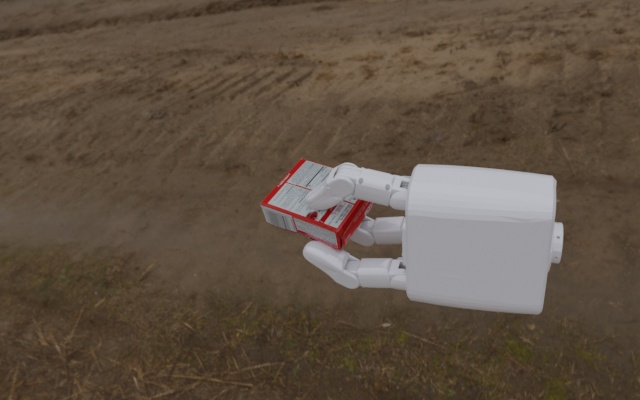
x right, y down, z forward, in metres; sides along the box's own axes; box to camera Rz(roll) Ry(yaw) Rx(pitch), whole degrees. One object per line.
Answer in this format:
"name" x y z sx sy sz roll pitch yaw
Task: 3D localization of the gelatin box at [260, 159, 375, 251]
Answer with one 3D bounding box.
"gelatin box" 0.000 0.001 0.456 0.089 0.030 0.073 18 51 27
